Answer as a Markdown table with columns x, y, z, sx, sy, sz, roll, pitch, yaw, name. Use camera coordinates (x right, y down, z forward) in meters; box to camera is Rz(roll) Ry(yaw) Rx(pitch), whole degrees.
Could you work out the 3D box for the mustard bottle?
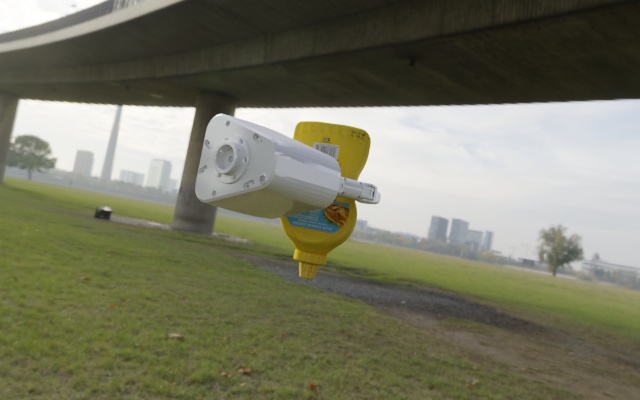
| x | y | z | sx | sy | sz | roll | pitch | yaw | name |
| --- | --- | --- | --- | --- | --- | --- | --- | --- | --- |
| 0.000 | 0.002 | 0.594 | 0.096 | 0.191 | 0.058 | 10 | -3 | 12 | mustard bottle |
